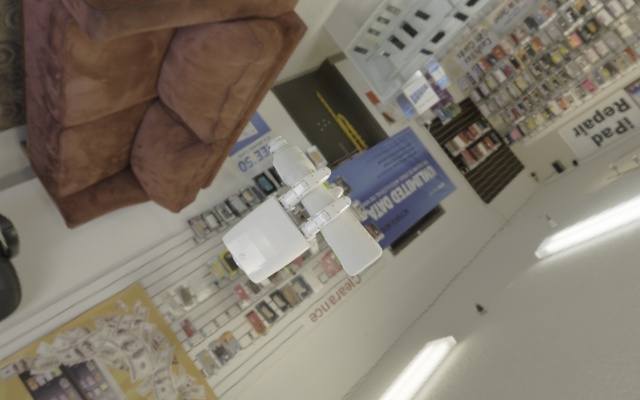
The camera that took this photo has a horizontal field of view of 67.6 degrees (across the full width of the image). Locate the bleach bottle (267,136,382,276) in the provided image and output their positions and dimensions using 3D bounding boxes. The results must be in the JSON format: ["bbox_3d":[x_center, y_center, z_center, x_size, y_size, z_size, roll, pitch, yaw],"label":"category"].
[{"bbox_3d":[0.000,0.003,0.779,0.068,0.251,0.102,-37,-5,2],"label":"bleach bottle"}]
